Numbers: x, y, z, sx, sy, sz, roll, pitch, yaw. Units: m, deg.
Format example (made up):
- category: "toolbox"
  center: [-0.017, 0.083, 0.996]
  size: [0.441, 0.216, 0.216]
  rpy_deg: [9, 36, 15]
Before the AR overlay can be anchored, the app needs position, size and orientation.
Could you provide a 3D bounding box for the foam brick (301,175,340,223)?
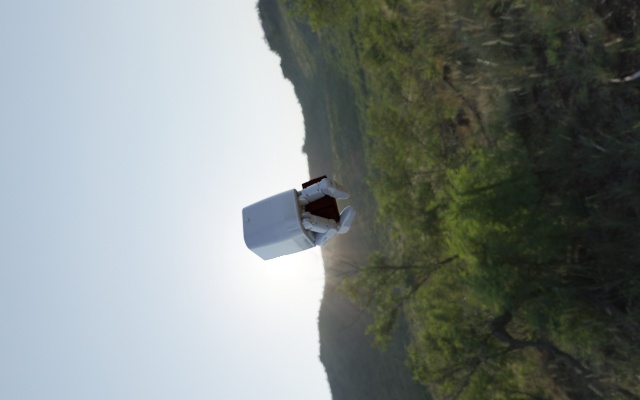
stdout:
- category: "foam brick"
  center: [0.000, 0.003, 0.874]
  size: [0.051, 0.078, 0.053]
  rpy_deg: [-19, -43, 8]
